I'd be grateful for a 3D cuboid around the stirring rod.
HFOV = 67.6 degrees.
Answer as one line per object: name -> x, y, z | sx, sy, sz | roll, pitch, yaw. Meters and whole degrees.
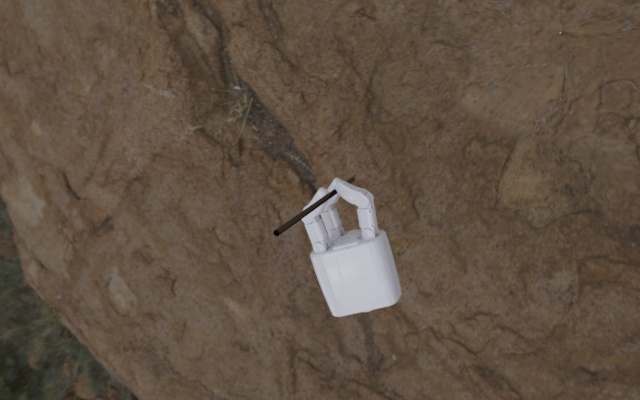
stirring rod -> 0.000, 0.002, 0.658 | 0.011, 0.011, 0.239 | 0, 17, 27
